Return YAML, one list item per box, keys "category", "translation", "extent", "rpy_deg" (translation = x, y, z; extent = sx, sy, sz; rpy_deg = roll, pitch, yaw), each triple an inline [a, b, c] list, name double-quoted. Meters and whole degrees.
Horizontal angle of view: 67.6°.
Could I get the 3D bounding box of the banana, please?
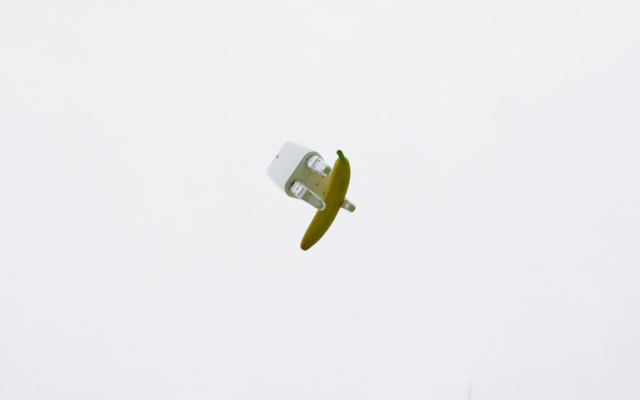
- category: "banana"
  translation: [0.014, 0.000, 0.861]
  extent: [0.037, 0.198, 0.069]
  rpy_deg: [32, 21, 37]
